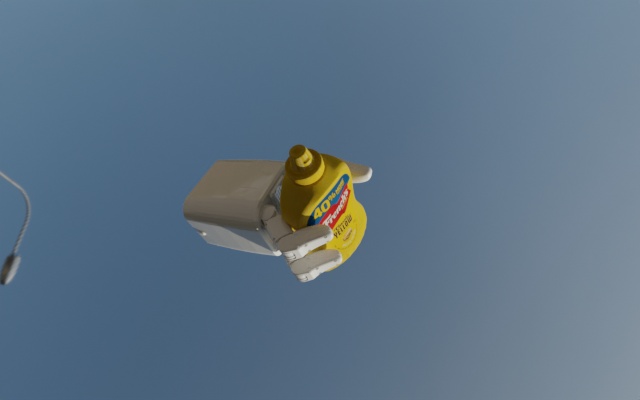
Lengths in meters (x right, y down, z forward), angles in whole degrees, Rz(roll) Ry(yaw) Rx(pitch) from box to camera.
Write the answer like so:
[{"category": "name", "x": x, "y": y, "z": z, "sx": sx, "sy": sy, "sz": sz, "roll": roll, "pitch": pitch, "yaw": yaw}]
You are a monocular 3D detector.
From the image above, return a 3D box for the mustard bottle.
[{"category": "mustard bottle", "x": 0.000, "y": 0.002, "z": 0.554, "sx": 0.058, "sy": 0.096, "sz": 0.192, "roll": 30, "pitch": -20, "yaw": 32}]
